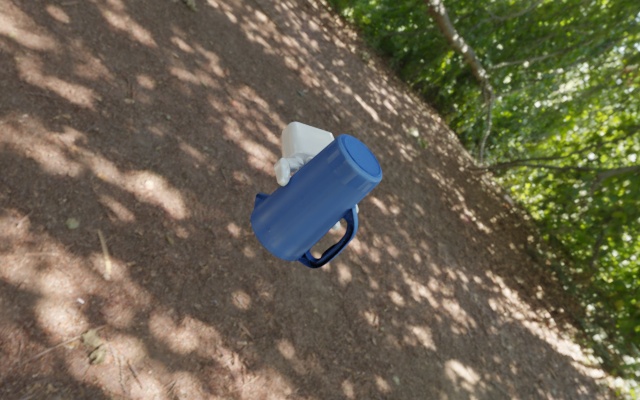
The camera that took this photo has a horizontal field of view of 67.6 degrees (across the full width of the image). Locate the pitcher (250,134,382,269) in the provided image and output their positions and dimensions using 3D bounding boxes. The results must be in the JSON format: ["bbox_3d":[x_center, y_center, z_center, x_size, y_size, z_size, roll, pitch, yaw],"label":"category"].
[{"bbox_3d":[0.000,0.003,0.873,0.149,0.145,0.243,29,-57,-32],"label":"pitcher"}]
